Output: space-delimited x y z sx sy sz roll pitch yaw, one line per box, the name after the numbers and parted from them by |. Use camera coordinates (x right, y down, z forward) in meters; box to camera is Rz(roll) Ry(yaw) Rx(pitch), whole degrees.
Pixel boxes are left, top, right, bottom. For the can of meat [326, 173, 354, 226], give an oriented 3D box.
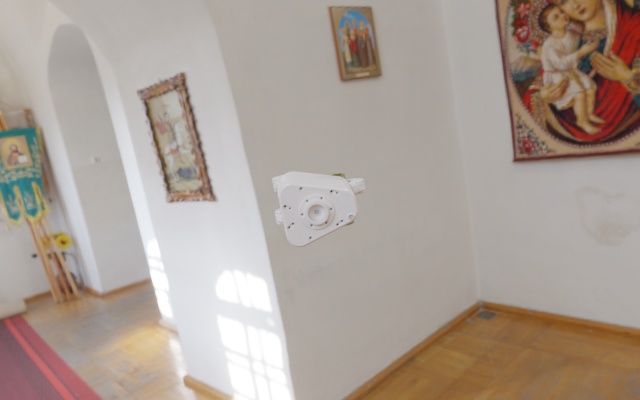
0.000 0.002 0.811 0.102 0.084 0.057 -10 11 4 | can of meat
